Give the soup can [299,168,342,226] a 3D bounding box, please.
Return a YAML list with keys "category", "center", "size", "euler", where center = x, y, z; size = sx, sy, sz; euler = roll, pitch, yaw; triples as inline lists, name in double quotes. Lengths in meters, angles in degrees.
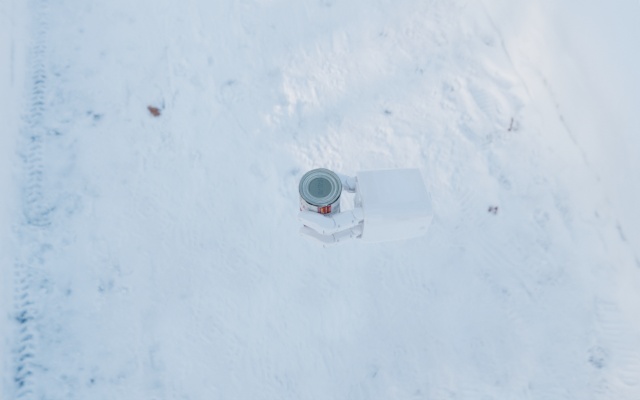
- category: "soup can"
  center: [0.000, 0.002, 0.760]
  size: [0.068, 0.068, 0.102]
  euler: [0, -28, 0]
